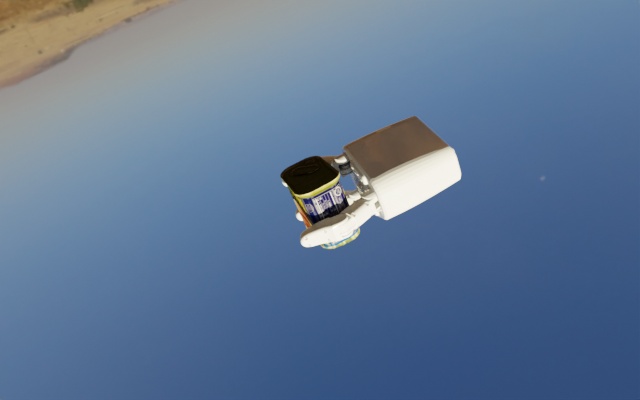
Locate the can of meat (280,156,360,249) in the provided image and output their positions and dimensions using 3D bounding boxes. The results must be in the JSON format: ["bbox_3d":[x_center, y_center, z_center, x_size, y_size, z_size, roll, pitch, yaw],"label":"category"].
[{"bbox_3d":[0.000,0.002,0.591,0.057,0.084,0.102,-28,27,-8],"label":"can of meat"}]
